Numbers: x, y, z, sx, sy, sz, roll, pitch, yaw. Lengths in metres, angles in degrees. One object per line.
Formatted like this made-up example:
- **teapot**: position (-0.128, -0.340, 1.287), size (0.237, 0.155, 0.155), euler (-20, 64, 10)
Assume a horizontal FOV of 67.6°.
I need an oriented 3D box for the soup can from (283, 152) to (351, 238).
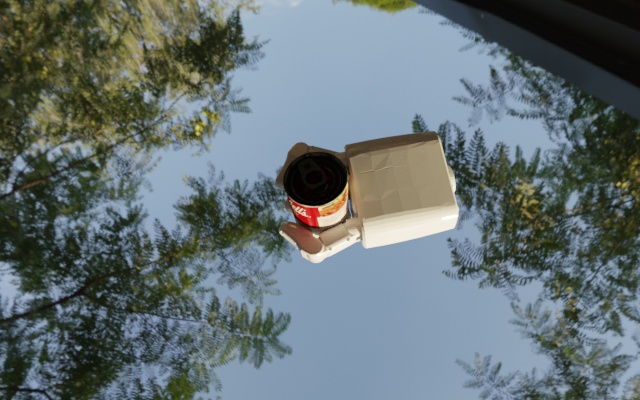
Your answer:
- **soup can**: position (0.000, 0.002, 0.536), size (0.068, 0.068, 0.102), euler (0, -30, 7)
